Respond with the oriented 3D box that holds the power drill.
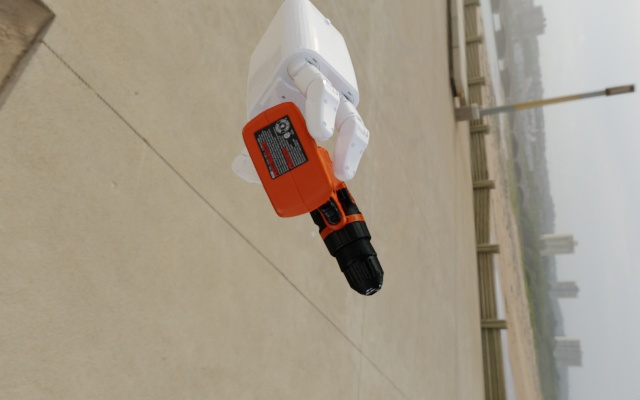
[{"bbox_3d":[0.000,0.001,0.473,0.057,0.184,0.188,-29,-22,5],"label":"power drill"}]
